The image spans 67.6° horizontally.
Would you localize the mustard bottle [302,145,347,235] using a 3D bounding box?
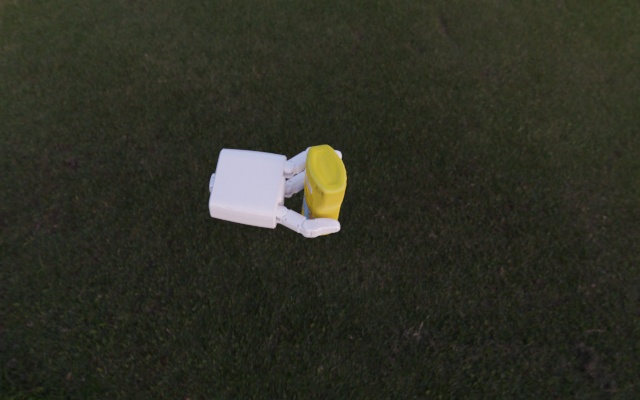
[{"bbox_3d":[0.000,0.002,0.799,0.058,0.096,0.192,-12,-32,-14],"label":"mustard bottle"}]
